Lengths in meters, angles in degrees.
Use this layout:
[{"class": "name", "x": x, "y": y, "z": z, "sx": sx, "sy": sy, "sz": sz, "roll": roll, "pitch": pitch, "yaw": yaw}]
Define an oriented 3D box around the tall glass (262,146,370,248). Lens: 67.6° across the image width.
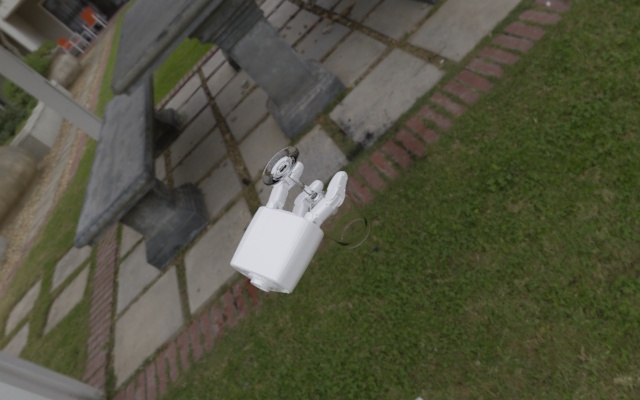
[{"class": "tall glass", "x": 0.000, "y": 0.002, "z": 0.780, "sx": 0.079, "sy": 0.079, "sz": 0.201, "roll": 0, "pitch": -34, "yaw": 48}]
